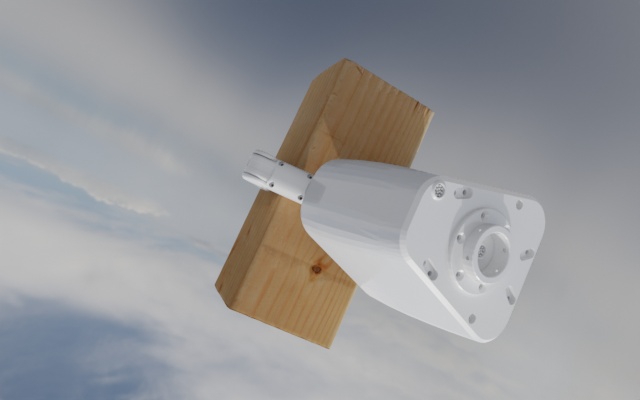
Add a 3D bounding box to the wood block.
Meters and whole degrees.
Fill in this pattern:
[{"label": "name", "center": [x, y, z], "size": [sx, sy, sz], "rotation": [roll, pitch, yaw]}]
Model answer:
[{"label": "wood block", "center": [0.000, 0.001, 0.403], "size": [0.091, 0.206, 0.090], "rotation": [27, -7, -17]}]
